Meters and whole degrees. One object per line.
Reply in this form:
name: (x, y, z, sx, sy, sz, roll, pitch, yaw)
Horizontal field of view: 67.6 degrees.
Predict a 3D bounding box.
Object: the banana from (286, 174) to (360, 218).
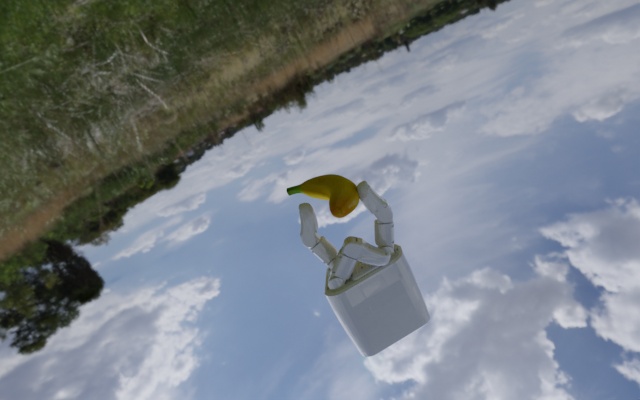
banana: (0.015, -0.008, 0.640, 0.069, 0.037, 0.198, -31, 15, -14)
